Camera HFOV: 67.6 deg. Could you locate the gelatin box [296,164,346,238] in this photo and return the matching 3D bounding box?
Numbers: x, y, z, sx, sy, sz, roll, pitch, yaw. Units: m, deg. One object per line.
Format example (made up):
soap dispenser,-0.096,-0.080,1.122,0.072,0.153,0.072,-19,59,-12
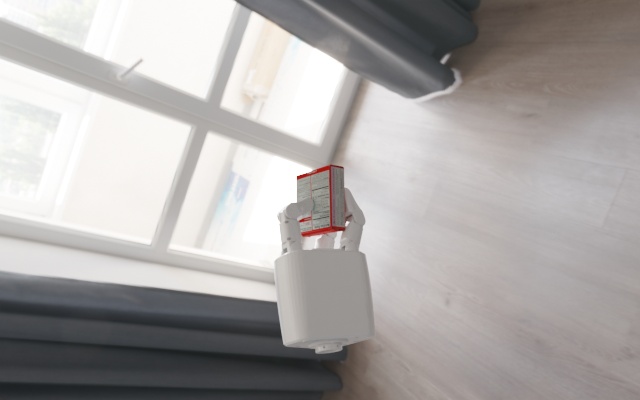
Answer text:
gelatin box,0.000,0.002,0.653,0.030,0.089,0.073,7,-15,-40
